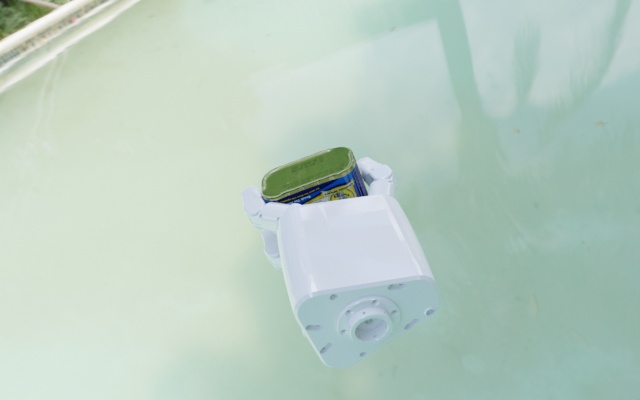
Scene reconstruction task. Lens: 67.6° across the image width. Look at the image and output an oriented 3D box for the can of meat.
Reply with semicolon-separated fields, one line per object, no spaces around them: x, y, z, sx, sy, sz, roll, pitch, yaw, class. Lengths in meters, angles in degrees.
0.000;0.001;0.486;0.102;0.084;0.057;-20;35;7;can of meat
